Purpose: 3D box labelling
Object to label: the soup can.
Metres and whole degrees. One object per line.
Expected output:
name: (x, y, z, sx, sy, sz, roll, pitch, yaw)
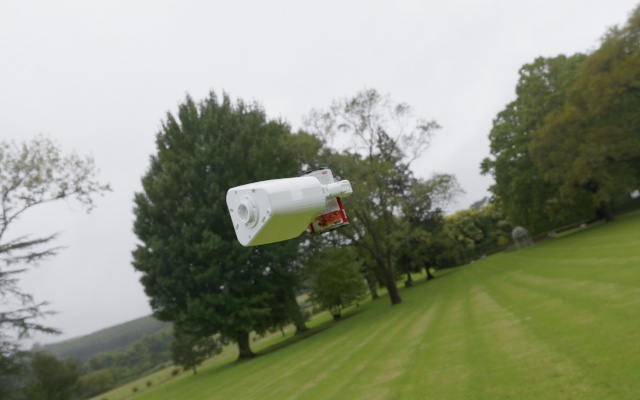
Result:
soup can: (0.000, 0.002, 0.809, 0.068, 0.102, 0.068, -18, -8, -3)
